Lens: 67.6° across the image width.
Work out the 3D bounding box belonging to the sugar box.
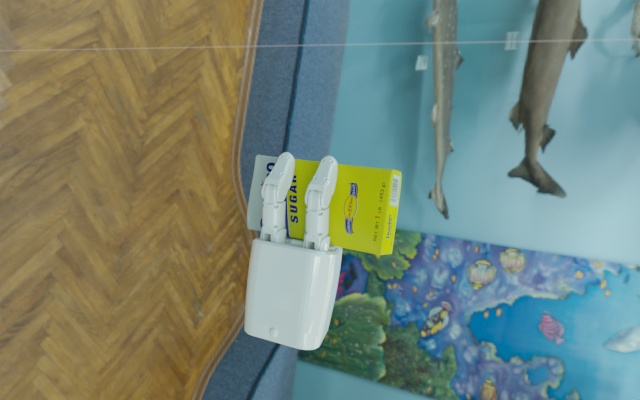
[{"bbox_3d":[0.000,0.002,0.550,0.176,0.093,0.048,8,0,25],"label":"sugar box"}]
